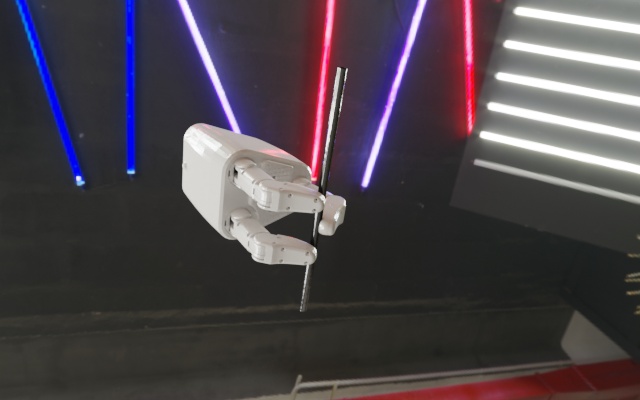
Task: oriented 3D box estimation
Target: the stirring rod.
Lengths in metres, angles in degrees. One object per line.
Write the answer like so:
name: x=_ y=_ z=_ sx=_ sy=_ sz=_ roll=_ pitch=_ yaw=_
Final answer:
stirring rod: x=0.000 y=0.001 z=0.435 sx=0.011 sy=0.240 sz=0.011 roll=8 pitch=24 yaw=-3
